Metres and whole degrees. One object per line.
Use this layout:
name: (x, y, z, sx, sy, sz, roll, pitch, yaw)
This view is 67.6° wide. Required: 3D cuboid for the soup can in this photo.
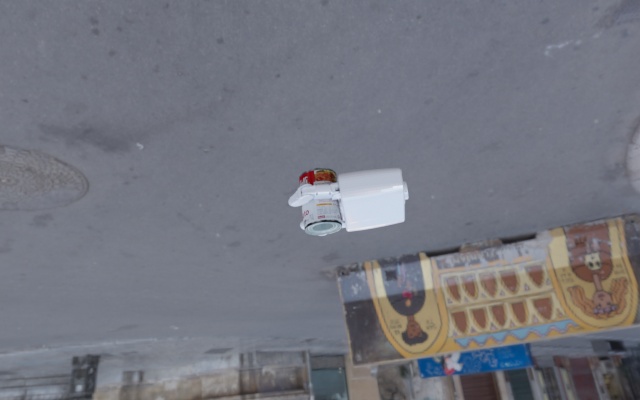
soup can: (0.000, 0.003, 0.840, 0.068, 0.102, 0.068, -6, -23, -2)
